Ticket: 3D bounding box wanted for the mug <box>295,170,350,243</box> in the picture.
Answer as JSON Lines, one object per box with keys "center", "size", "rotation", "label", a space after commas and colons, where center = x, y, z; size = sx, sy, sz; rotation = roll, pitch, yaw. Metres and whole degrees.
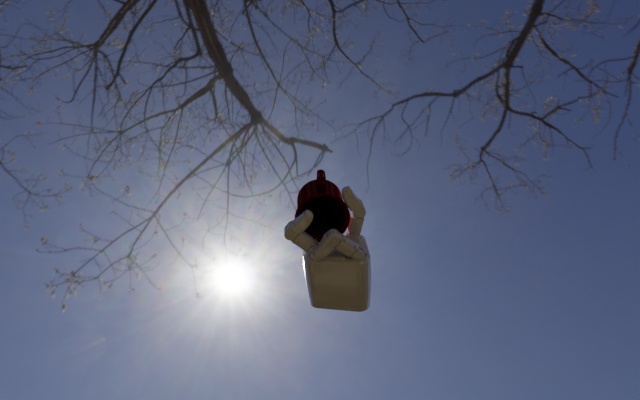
{"center": [0.000, 0.001, 0.825], "size": [0.093, 0.117, 0.081], "rotation": [-4, 26, -2], "label": "mug"}
